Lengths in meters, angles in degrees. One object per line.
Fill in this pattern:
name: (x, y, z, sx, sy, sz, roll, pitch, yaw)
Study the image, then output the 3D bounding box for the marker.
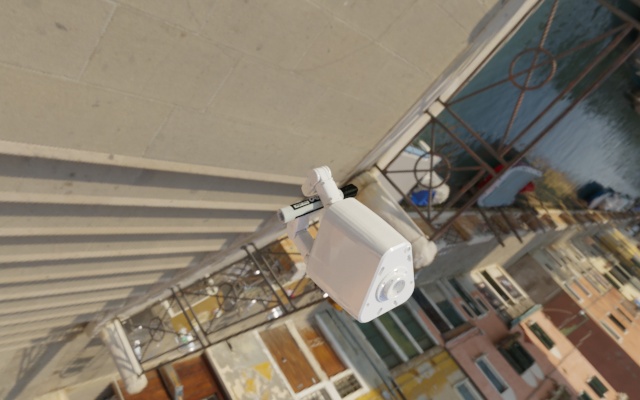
marker: (0.000, 0.002, 0.621, 0.121, 0.020, 0.020, -20, 10, -31)
